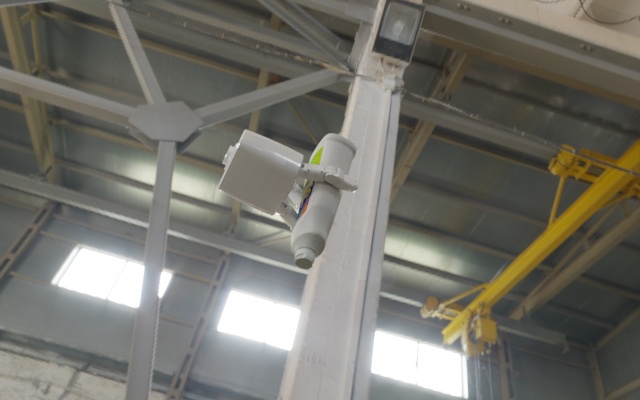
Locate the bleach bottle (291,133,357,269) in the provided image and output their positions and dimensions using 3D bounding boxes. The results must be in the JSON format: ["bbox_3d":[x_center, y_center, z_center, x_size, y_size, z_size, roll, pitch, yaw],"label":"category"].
[{"bbox_3d":[0.000,0.003,0.803,0.068,0.250,0.103,26,-45,-13],"label":"bleach bottle"}]
